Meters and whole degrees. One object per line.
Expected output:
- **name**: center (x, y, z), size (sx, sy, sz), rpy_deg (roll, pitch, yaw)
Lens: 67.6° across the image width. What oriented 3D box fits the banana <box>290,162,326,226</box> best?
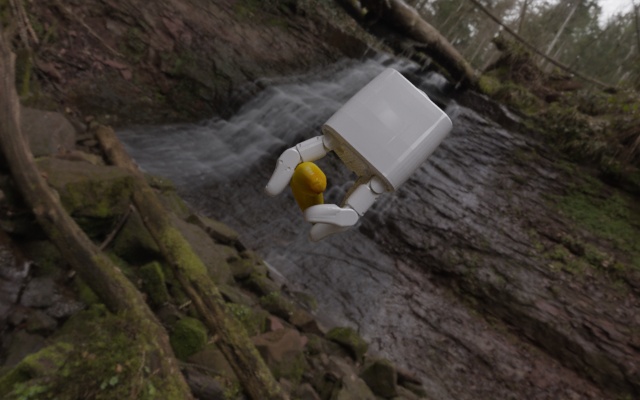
- **banana**: center (-0.011, -0.011, 0.593), size (0.037, 0.069, 0.198), rpy_deg (-35, -16, -8)
